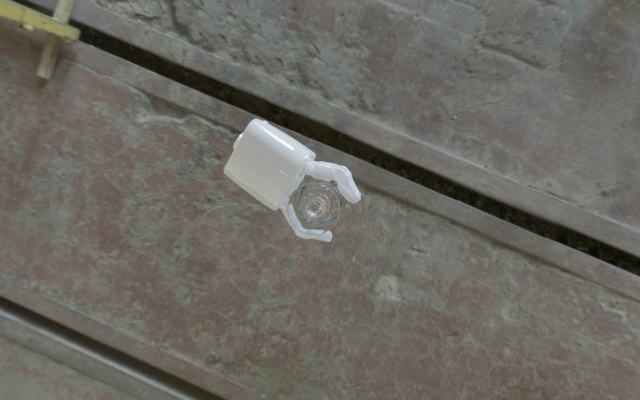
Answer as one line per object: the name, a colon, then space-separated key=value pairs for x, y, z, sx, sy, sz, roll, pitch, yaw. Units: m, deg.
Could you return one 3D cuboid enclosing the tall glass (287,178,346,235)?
tall glass: x=0.000 y=0.003 z=0.762 sx=0.079 sy=0.079 sz=0.201 roll=0 pitch=5 yaw=6
